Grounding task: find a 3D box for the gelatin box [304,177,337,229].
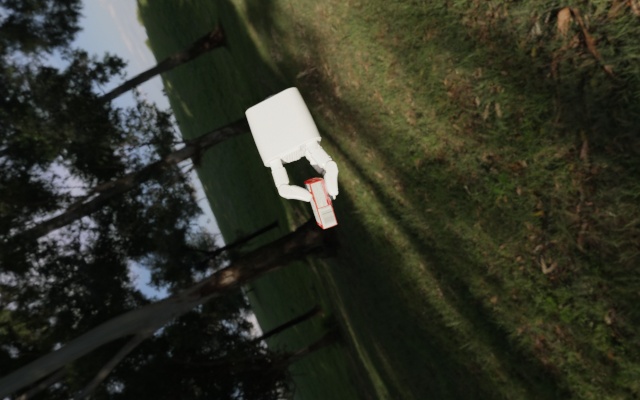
[{"bbox_3d":[0.000,0.003,0.876,0.030,0.089,0.073,-18,6,-7],"label":"gelatin box"}]
